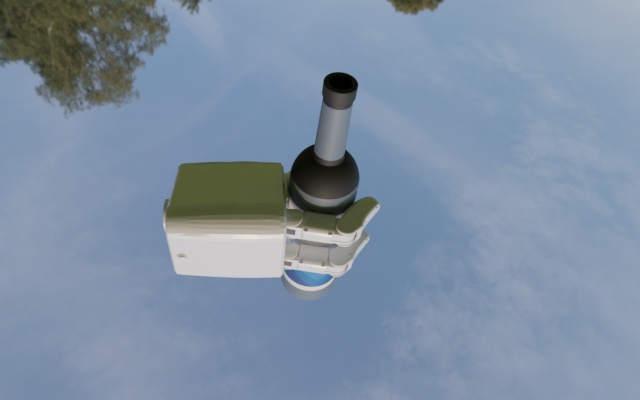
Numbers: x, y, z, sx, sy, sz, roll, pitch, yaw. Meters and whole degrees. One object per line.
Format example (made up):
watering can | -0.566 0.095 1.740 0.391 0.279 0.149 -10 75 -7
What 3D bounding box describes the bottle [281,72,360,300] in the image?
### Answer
bottle | 0.000 0.002 0.482 0.069 0.069 0.296 0 -39 -8
